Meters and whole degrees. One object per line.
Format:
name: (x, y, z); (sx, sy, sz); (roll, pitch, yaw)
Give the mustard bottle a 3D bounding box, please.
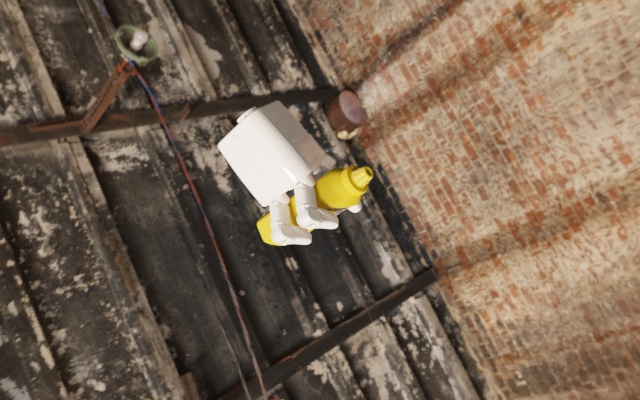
mustard bottle: (0.000, 0.003, 0.675); (0.096, 0.058, 0.192); (-9, -19, -48)
